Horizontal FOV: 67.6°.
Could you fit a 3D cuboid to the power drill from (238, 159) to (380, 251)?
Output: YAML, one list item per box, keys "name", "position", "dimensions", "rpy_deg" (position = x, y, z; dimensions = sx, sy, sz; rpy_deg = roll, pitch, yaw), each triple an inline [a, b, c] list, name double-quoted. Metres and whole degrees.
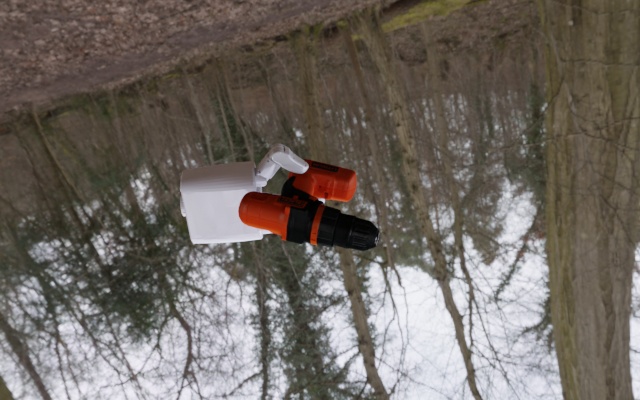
- name: "power drill"
  position: [0.000, 0.002, 0.671]
  dimensions: [0.184, 0.057, 0.187]
  rpy_deg: [15, 23, 8]
